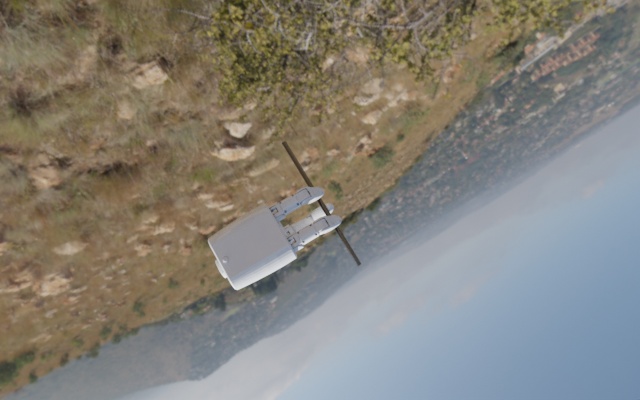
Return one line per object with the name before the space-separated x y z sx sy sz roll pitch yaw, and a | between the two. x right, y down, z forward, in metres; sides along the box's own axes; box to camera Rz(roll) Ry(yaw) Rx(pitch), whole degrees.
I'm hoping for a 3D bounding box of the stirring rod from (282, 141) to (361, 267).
stirring rod | 0.000 0.003 0.782 0.011 0.239 0.011 -30 -11 -7
